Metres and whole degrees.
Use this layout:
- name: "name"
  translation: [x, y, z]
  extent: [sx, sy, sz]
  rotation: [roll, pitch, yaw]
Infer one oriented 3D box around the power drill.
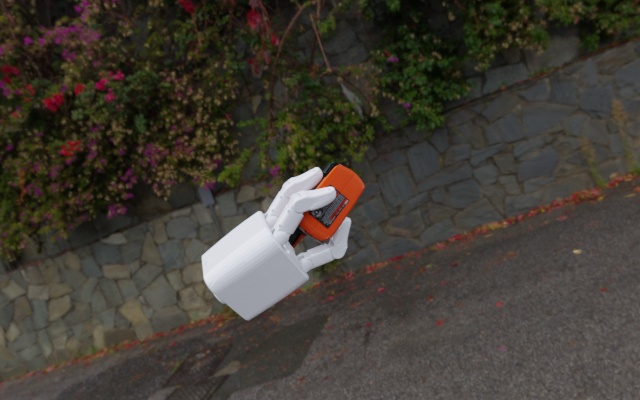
- name: "power drill"
  translation: [0.000, 0.003, 0.727]
  extent: [0.057, 0.184, 0.188]
  rotation: [37, -16, -7]
